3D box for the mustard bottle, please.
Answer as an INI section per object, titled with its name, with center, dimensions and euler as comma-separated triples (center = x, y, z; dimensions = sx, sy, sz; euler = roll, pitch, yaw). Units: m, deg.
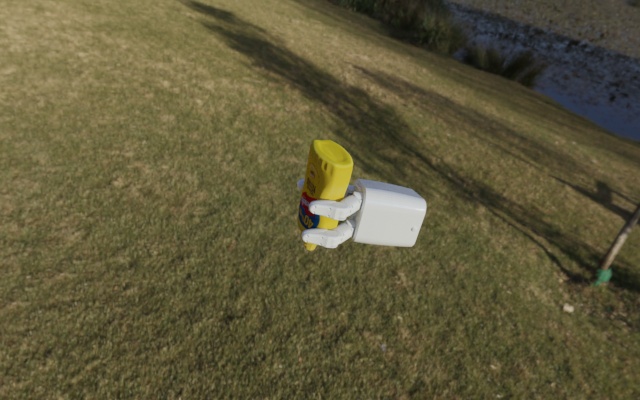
[mustard bottle]
center = 0.000, 0.002, 0.794
dimensions = 0.058, 0.192, 0.096
euler = -5, 35, -27
